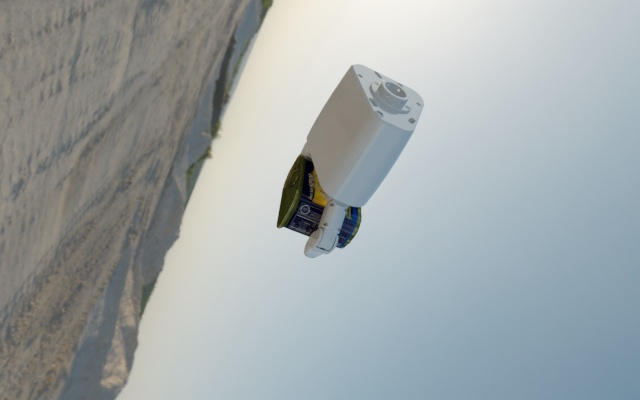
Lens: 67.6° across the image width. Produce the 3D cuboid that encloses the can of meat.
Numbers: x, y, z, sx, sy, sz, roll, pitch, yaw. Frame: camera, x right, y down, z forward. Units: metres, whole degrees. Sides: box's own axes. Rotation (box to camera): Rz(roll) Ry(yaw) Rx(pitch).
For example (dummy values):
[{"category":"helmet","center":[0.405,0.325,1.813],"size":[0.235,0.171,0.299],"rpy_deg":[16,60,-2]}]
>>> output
[{"category":"can of meat","center":[0.000,0.002,0.570],"size":[0.084,0.057,0.102],"rpy_deg":[22,36,-14]}]
